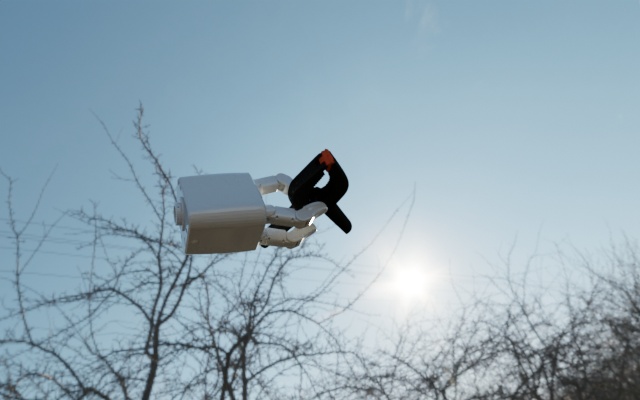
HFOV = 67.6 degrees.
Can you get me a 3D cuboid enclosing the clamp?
[{"bbox_3d":[0.000,0.001,0.746,0.164,0.036,0.210,-5,-37,-25],"label":"clamp"}]
